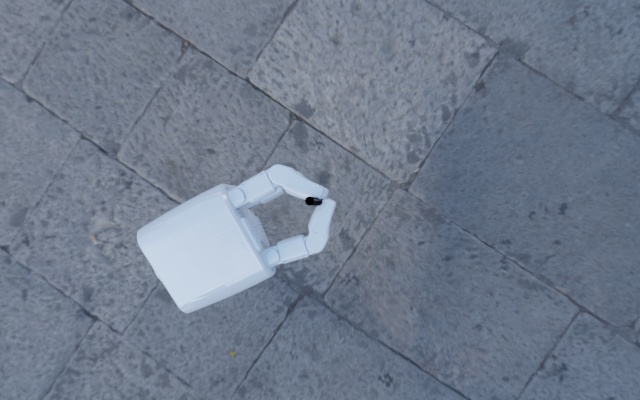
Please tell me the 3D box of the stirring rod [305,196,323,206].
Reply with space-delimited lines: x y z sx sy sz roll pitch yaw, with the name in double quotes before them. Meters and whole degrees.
"stirring rod" 0.000 0.002 0.534 0.011 0.011 0.239 0 -1 5
